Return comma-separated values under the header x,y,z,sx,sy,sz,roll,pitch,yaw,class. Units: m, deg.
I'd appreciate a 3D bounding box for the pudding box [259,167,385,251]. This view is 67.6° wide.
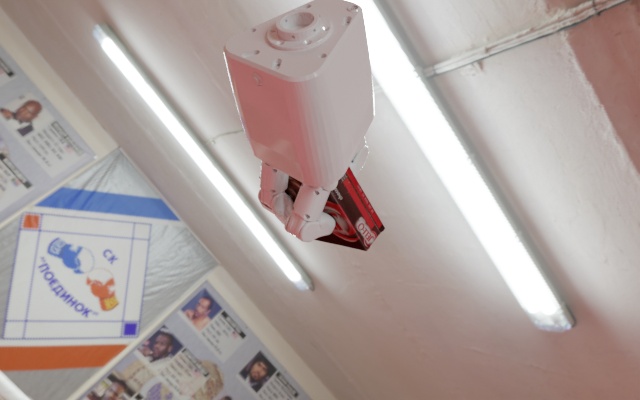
x,y,z,sx,sy,sz,roll,pitch,yaw,class
0.000,0.001,0.487,0.039,0.090,0.113,-44,28,-24,pudding box
